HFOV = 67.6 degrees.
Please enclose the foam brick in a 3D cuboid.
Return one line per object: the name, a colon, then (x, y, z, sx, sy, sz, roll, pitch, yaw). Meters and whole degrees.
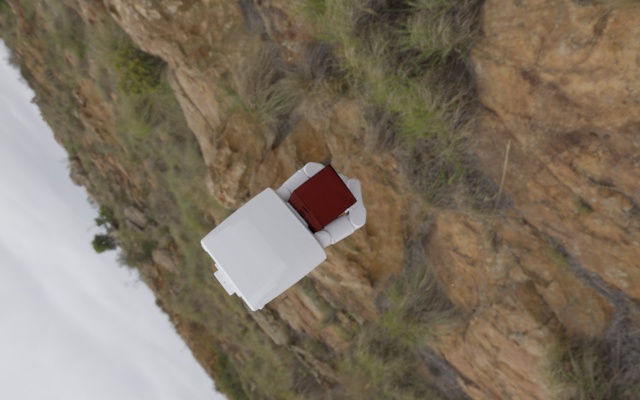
foam brick: (0.000, 0.002, 0.550, 0.051, 0.053, 0.078, -37, -4, -14)
